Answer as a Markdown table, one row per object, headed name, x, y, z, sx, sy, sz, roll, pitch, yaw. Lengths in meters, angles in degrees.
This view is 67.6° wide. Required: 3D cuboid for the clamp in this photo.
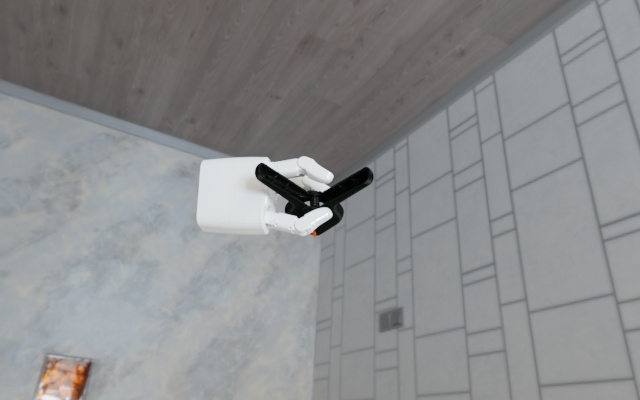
| name | x | y | z | sx | sy | sz | roll | pitch | yaw |
| --- | --- | --- | --- | --- | --- | --- | --- | --- | --- |
| clamp | 0.000 | 0.003 | 0.738 | 0.164 | 0.036 | 0.210 | 0 | -28 | 7 |
